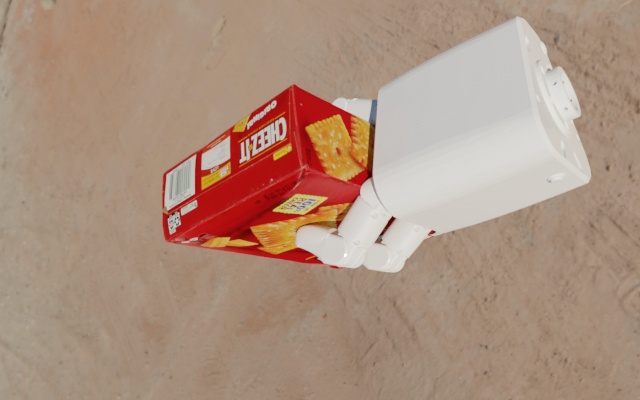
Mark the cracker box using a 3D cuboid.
[{"bbox_3d":[0.000,0.001,0.413,0.164,0.072,0.214,-25,-28,37],"label":"cracker box"}]
